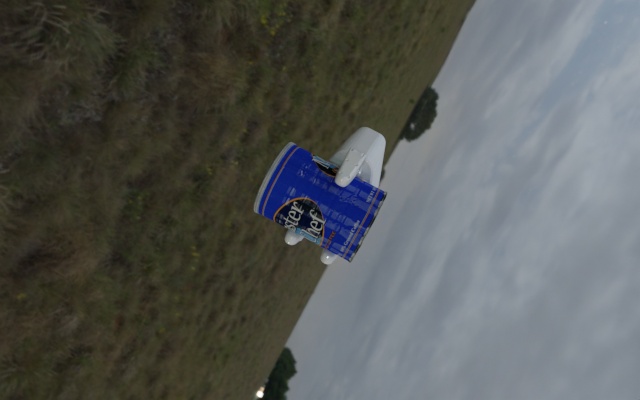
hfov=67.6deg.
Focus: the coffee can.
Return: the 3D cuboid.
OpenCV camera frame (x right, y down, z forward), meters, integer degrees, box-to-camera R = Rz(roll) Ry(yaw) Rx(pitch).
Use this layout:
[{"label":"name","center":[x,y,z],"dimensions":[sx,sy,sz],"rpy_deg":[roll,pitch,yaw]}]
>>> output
[{"label":"coffee can","center":[0.000,0.002,0.614],"dimensions":[0.140,0.103,0.103],"rpy_deg":[28,2,4]}]
